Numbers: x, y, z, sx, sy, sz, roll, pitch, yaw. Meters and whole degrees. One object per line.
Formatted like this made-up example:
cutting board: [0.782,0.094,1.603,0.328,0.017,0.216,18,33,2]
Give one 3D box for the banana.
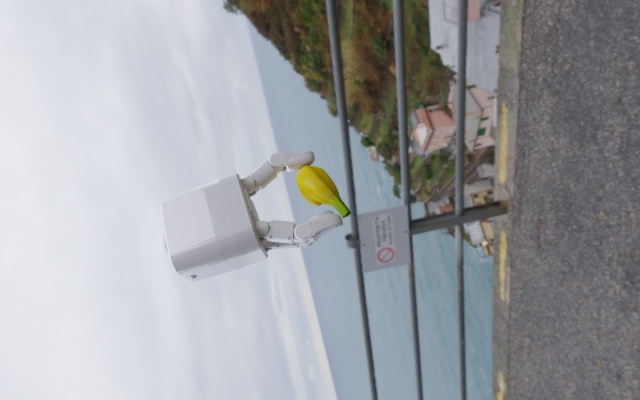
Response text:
banana: [-0.007,-0.014,0.632,0.037,0.069,0.198,-26,8,-5]
